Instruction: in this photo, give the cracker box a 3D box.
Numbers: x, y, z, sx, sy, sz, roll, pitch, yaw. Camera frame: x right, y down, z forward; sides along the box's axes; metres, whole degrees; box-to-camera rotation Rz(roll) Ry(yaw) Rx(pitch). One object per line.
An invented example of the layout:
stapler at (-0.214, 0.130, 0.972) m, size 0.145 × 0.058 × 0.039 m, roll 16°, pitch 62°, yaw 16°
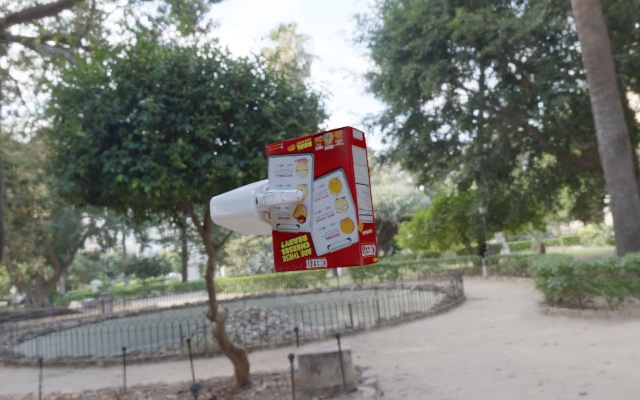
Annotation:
cracker box at (0.000, 0.002, 0.773) m, size 0.164 × 0.213 × 0.072 m, roll -9°, pitch -7°, yaw 32°
